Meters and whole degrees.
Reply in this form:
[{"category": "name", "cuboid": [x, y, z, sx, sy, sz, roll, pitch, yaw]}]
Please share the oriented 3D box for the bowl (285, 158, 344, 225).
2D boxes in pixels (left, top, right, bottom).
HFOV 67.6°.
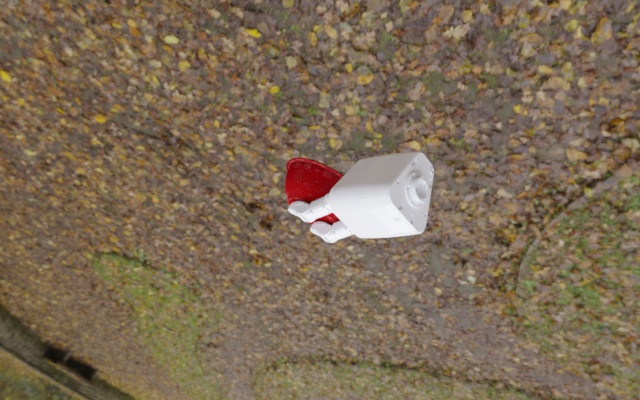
[{"category": "bowl", "cuboid": [-0.001, 0.003, 0.771, 0.162, 0.055, 0.162, 28, -20, 11]}]
